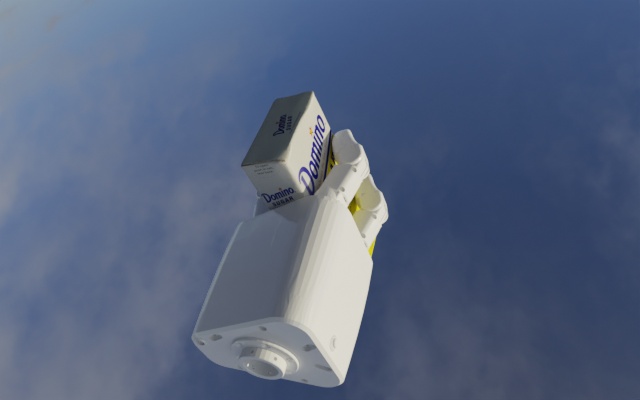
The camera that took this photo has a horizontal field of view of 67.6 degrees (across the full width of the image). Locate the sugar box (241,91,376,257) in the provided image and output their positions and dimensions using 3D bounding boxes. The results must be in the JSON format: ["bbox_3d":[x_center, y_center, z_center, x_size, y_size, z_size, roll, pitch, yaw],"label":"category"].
[{"bbox_3d":[0.001,0.002,0.433,0.048,0.093,0.176,-6,-47,24],"label":"sugar box"}]
